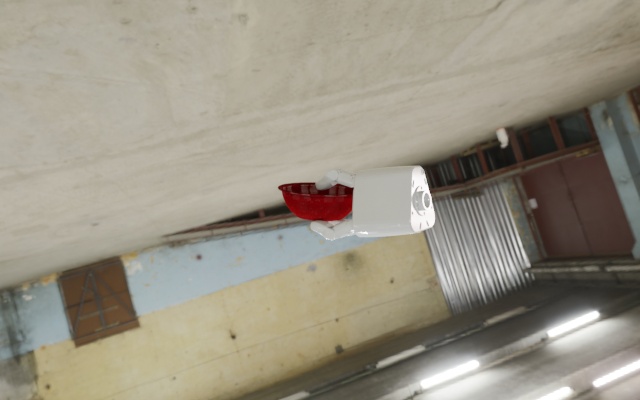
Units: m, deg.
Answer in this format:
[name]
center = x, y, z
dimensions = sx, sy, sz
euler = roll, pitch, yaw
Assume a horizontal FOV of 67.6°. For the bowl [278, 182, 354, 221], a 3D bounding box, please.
[bowl]
center = -0.001, 0.003, 0.894
dimensions = 0.162, 0.055, 0.162
euler = 3, 10, 0
